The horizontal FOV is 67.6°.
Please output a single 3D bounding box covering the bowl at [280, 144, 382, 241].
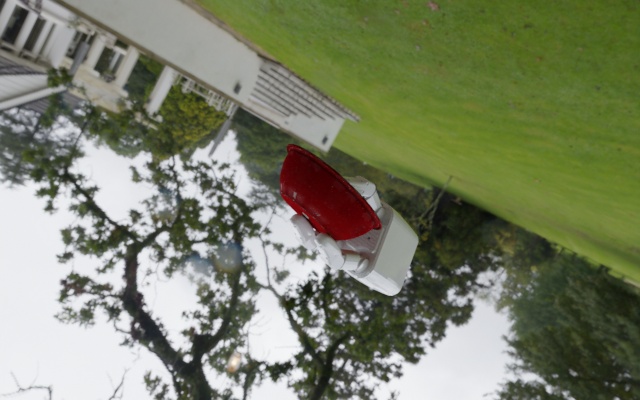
[{"bbox_3d":[-0.001,0.002,0.614,0.162,0.055,0.162,41,-9,8],"label":"bowl"}]
